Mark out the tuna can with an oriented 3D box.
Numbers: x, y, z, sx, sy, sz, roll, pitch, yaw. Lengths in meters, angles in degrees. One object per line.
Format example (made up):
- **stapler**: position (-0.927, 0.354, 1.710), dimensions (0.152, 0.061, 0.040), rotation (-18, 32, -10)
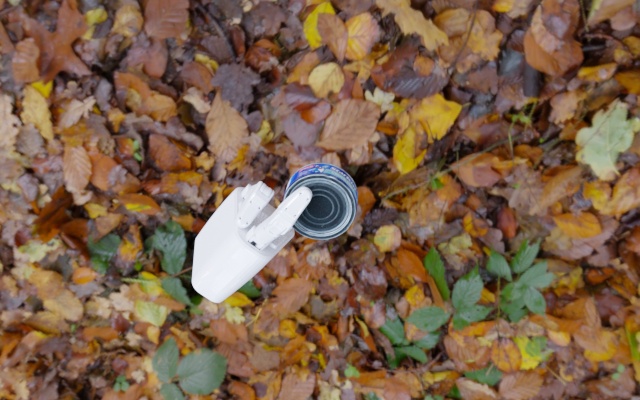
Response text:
- **tuna can**: position (0.000, 0.002, 0.550), dimensions (0.086, 0.086, 0.033), rotation (0, 25, 6)
